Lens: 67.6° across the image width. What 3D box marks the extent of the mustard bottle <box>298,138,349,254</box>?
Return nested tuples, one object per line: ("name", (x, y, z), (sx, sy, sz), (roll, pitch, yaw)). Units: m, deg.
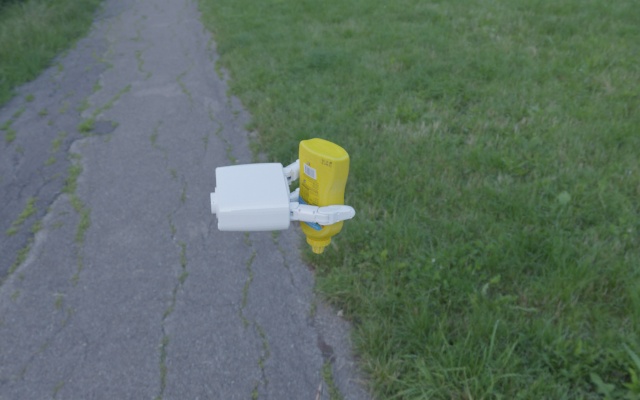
("mustard bottle", (0.000, 0.002, 0.780), (0.058, 0.192, 0.096), (-16, 33, -34))
